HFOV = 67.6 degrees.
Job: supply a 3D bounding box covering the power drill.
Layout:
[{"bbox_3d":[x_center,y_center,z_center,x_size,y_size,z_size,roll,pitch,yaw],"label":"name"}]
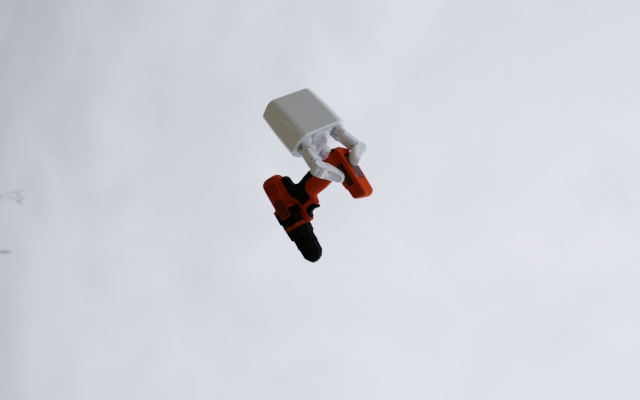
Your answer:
[{"bbox_3d":[0.000,0.002,0.884,0.188,0.184,0.057,-32,-3,23],"label":"power drill"}]
